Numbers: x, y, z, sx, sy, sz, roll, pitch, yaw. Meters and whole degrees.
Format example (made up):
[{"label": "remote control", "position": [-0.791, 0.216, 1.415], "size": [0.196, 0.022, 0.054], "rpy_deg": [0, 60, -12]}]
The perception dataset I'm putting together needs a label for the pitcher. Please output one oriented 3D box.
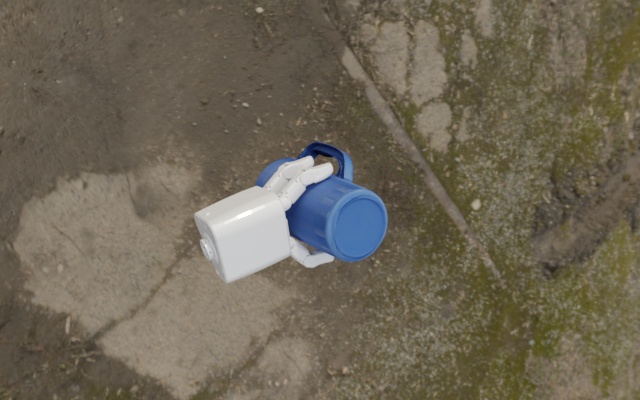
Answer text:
[{"label": "pitcher", "position": [0.000, 0.003, 0.772], "size": [0.145, 0.149, 0.242], "rpy_deg": [-24, 23, -24]}]
